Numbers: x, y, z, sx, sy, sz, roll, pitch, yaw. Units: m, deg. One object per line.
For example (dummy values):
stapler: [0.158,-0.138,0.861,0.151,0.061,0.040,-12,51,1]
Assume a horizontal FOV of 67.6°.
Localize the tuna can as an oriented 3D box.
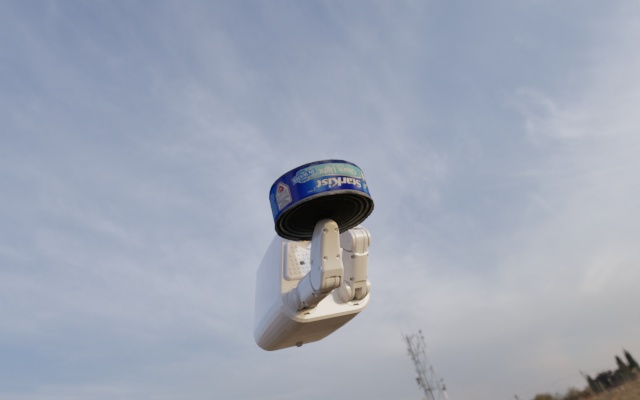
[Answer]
tuna can: [0.000,0.001,0.406,0.086,0.033,0.086,-12,-26,-6]
